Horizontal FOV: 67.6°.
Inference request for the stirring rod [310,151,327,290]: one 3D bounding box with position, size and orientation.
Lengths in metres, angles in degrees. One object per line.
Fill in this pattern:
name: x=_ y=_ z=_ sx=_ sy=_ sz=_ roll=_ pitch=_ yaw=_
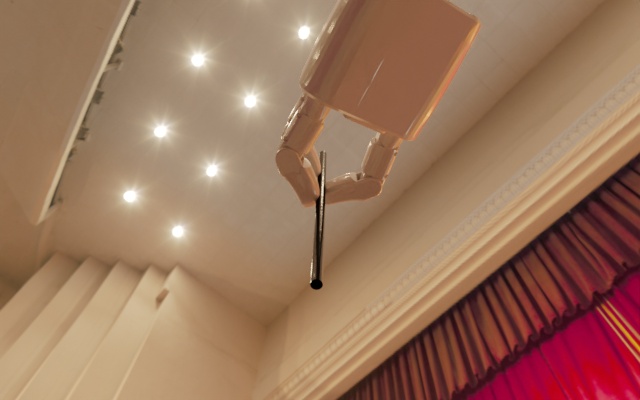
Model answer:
stirring rod: x=0.000 y=0.001 z=0.406 sx=0.011 sy=0.011 sz=0.239 roll=0 pitch=25 yaw=1
